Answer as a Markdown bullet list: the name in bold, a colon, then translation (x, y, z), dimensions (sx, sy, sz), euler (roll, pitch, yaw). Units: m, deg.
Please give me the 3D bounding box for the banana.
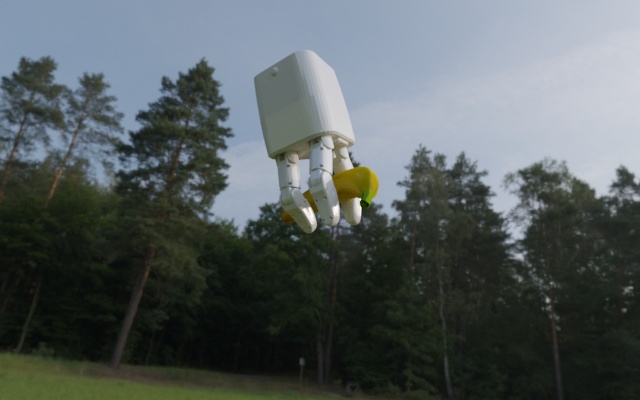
- **banana**: translation (0.015, -0.008, 0.593), dimensions (0.069, 0.037, 0.198), euler (-36, 10, -29)
